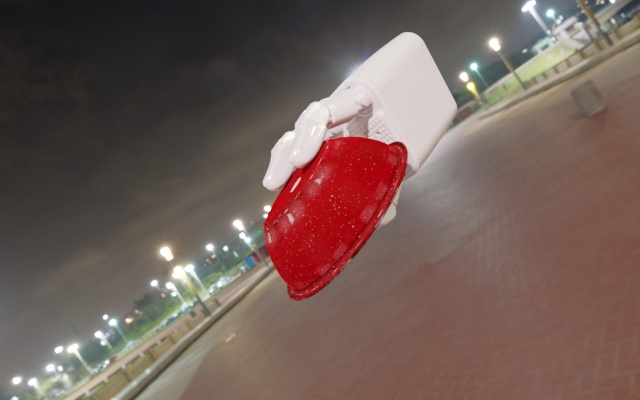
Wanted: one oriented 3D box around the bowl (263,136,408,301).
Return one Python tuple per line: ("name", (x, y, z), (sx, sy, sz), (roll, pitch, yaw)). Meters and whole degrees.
("bowl", (-0.001, 0.002, 0.402), (0.055, 0.162, 0.162), (35, -9, -12))
